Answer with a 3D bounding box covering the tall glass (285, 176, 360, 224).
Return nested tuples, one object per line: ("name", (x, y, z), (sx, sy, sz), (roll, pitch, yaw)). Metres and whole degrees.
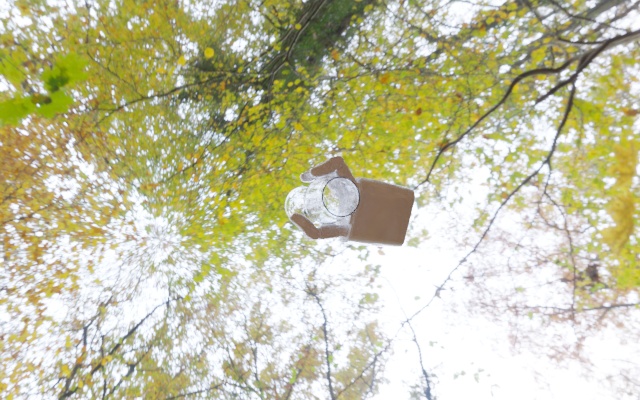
("tall glass", (0.000, 0.003, 0.811), (0.079, 0.079, 0.201), (0, -5, -18))
